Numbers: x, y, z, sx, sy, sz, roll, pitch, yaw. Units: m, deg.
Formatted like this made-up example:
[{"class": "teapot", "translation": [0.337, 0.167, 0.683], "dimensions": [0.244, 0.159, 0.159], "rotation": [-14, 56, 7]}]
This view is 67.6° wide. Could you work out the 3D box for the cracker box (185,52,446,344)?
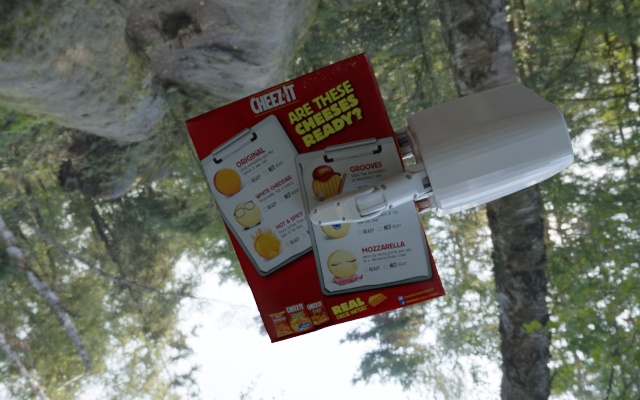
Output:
[{"class": "cracker box", "translation": [0.000, 0.002, 0.431], "dimensions": [0.164, 0.214, 0.072], "rotation": [-18, 8, 10]}]
